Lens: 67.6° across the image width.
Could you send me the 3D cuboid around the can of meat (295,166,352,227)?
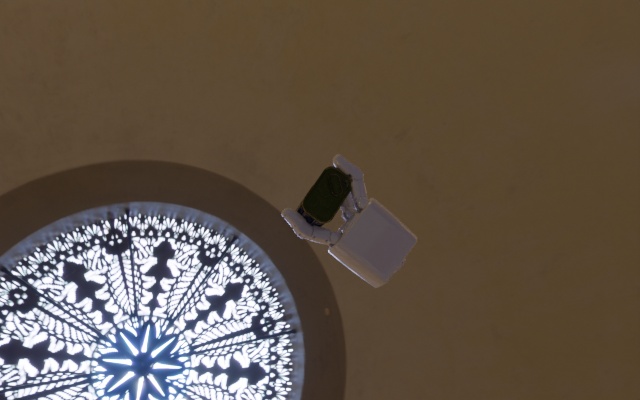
[{"bbox_3d":[0.000,0.003,0.821,0.057,0.102,0.084,36,-27,-4],"label":"can of meat"}]
